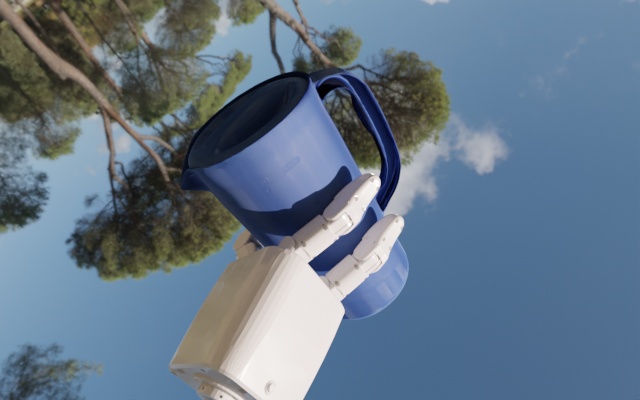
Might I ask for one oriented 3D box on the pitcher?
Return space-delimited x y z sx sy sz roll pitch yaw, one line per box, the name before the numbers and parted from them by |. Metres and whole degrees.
pitcher | 0.000 0.002 0.470 0.149 0.145 0.243 -7 -49 39
